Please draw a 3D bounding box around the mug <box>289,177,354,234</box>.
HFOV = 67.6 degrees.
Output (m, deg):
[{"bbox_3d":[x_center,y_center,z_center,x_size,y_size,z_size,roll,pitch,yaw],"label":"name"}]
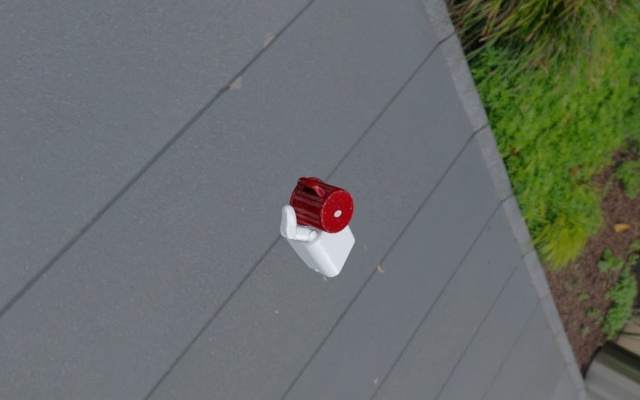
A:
[{"bbox_3d":[0.000,0.002,0.844,0.081,0.093,0.117,19,-31,46],"label":"mug"}]
